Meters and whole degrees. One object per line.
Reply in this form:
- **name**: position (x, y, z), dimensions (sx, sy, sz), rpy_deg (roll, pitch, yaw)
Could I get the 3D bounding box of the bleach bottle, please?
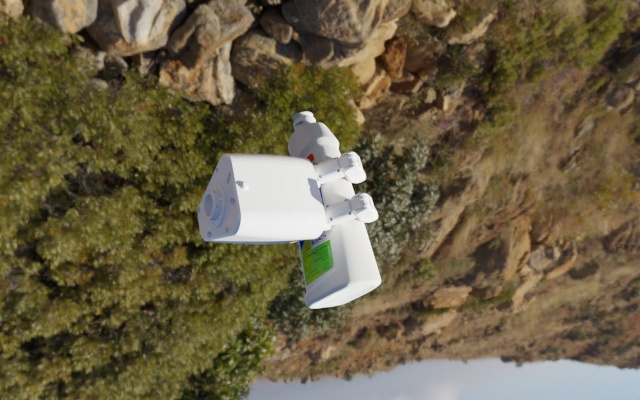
- **bleach bottle**: position (0.000, 0.002, 0.614), dimensions (0.068, 0.250, 0.103), rpy_deg (2, -28, -35)
